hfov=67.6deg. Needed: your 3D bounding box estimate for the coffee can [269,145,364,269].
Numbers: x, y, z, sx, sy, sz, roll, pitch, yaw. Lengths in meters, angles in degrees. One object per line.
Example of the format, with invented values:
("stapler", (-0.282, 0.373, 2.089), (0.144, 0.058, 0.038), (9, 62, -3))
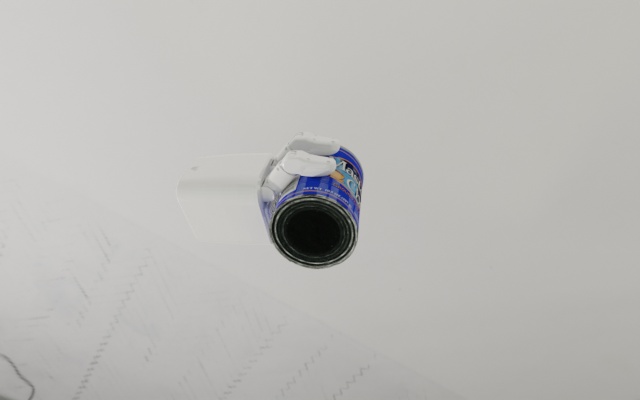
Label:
("coffee can", (0.000, 0.002, 0.599), (0.103, 0.103, 0.140), (0, 31, 8))
